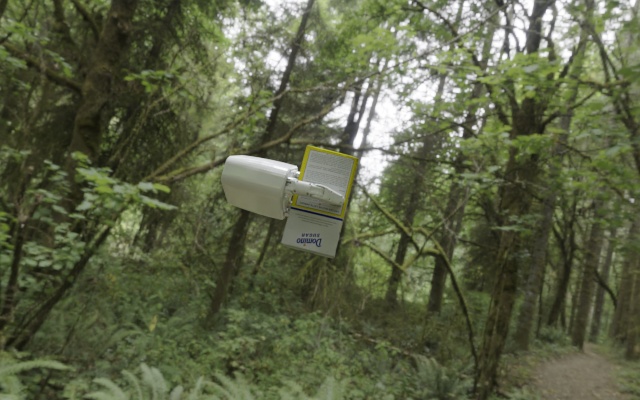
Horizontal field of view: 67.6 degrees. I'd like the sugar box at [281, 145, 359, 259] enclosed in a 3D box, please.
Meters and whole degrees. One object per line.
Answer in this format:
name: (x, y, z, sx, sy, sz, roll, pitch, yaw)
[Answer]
sugar box: (0.000, 0.003, 0.816, 0.093, 0.176, 0.048, 14, -8, 5)
